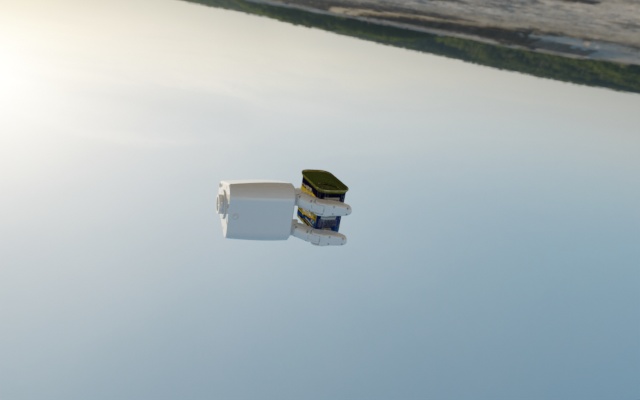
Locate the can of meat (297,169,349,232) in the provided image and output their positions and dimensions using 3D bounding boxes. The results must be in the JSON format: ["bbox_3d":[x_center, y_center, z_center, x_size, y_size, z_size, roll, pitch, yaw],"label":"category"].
[{"bbox_3d":[0.000,0.003,0.818,0.057,0.084,0.102,0,23,-25],"label":"can of meat"}]
